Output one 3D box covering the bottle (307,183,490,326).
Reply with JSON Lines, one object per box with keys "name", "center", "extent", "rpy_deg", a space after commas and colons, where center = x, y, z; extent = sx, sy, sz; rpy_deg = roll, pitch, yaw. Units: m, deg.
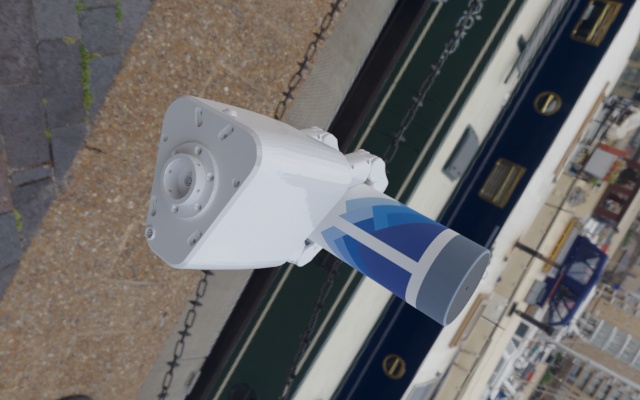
{"name": "bottle", "center": [0.000, 0.002, 0.430], "extent": [0.295, 0.069, 0.069], "rpy_deg": [30, 16, 29]}
